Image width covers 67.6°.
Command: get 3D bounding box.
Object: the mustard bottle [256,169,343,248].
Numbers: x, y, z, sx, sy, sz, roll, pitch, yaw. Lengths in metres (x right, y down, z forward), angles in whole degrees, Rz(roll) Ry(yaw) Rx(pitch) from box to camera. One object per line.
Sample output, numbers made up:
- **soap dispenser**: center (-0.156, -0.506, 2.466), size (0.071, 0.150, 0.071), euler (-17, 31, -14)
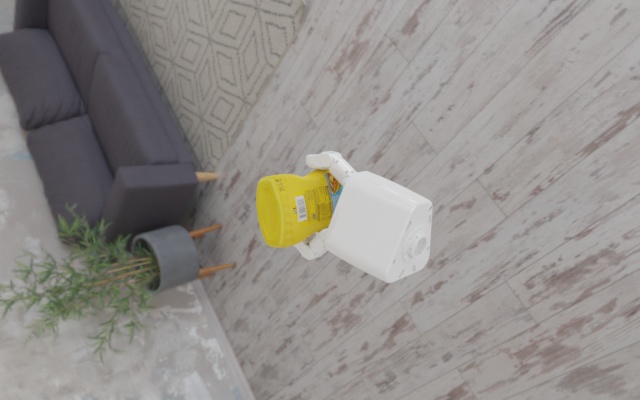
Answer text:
- **mustard bottle**: center (0.000, 0.002, 0.687), size (0.191, 0.096, 0.058), euler (-12, 6, -43)
